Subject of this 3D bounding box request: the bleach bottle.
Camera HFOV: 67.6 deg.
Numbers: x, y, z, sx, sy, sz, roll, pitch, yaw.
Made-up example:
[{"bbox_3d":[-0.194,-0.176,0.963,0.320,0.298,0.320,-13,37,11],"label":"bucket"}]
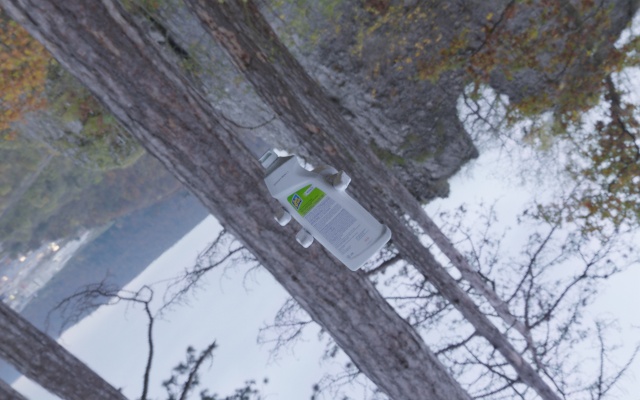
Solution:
[{"bbox_3d":[0.000,0.003,0.820,0.251,0.102,0.068,45,5,-10],"label":"bleach bottle"}]
